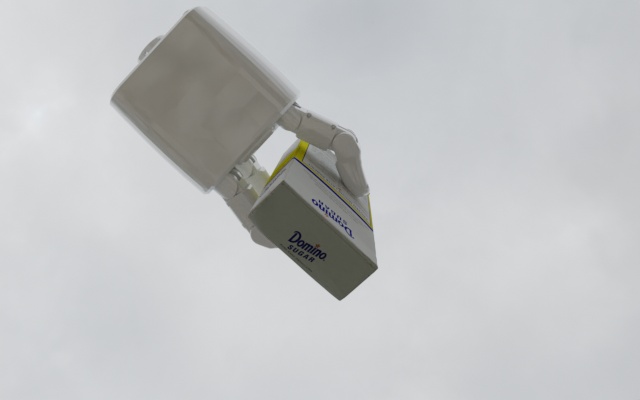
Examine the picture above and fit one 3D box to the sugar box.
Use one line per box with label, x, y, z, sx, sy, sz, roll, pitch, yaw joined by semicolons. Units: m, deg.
sugar box;0.000;0.002;0.405;0.048;0.093;0.176;-44;10;19
